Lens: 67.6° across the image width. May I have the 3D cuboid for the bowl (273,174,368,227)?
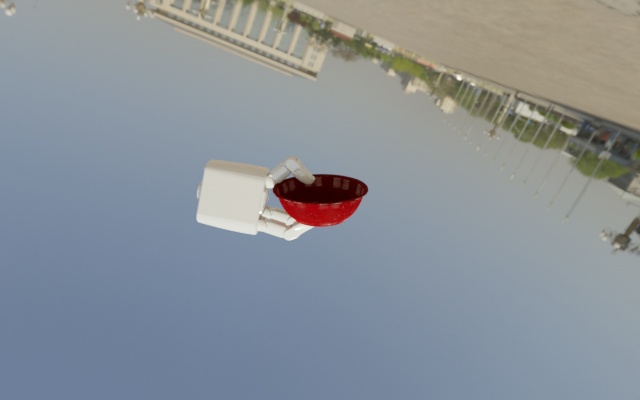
[{"bbox_3d":[0.001,0.003,0.812,0.162,0.055,0.162,-1,20,0],"label":"bowl"}]
